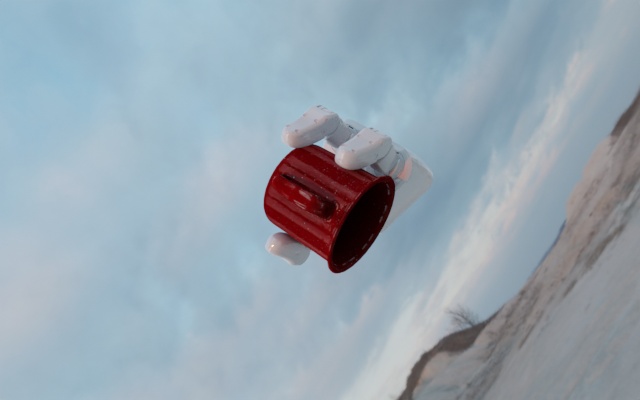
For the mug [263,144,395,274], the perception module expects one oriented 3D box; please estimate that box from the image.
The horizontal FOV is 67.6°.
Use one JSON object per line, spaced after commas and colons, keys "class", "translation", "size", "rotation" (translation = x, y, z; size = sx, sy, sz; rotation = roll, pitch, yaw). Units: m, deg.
{"class": "mug", "translation": [-0.001, 0.001, 0.402], "size": [0.081, 0.093, 0.117], "rotation": [31, 8, 26]}
